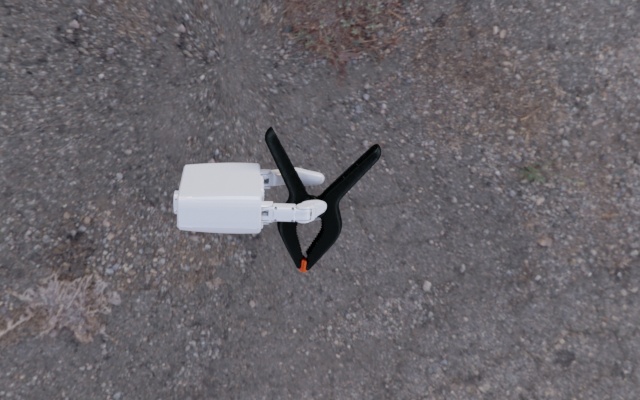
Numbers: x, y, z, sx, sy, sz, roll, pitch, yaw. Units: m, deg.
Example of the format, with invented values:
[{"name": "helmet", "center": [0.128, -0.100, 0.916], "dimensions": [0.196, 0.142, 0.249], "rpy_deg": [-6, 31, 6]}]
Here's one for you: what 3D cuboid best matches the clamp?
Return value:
[{"name": "clamp", "center": [0.000, 0.003, 0.687], "dimensions": [0.164, 0.210, 0.036], "rpy_deg": [1, 16, -7]}]
